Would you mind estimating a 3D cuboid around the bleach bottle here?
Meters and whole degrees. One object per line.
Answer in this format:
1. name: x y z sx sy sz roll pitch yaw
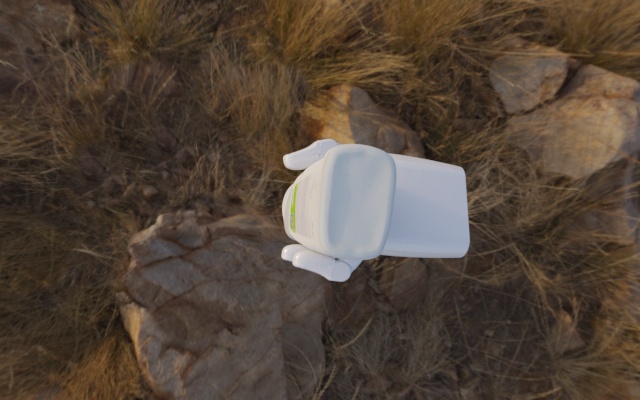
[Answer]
1. bleach bottle: 0.000 0.002 0.521 0.068 0.102 0.251 7 -1 -15
